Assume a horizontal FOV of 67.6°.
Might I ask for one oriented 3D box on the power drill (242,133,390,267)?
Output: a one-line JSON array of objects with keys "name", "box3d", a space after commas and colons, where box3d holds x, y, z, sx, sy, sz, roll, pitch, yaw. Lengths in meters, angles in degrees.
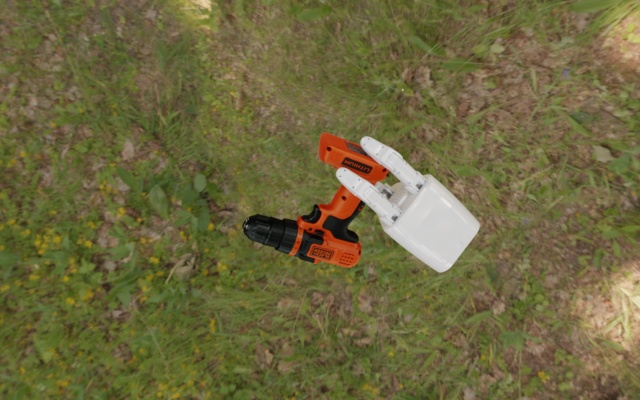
[{"name": "power drill", "box3d": [0.001, 0.002, 0.682, 0.184, 0.188, 0.057, 16, 26, -20]}]
